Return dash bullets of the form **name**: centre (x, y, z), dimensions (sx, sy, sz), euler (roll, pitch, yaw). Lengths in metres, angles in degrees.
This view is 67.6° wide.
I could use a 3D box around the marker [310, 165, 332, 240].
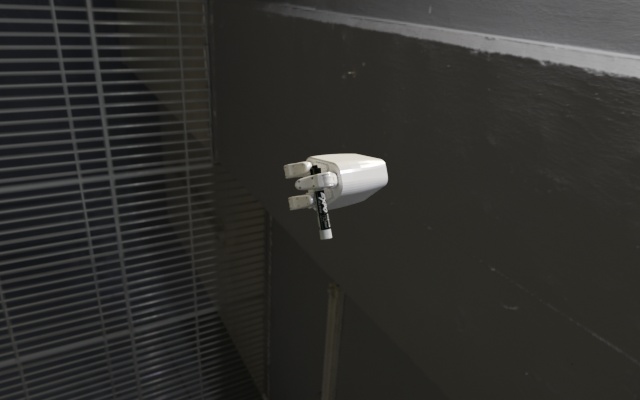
- **marker**: centre (0.000, 0.003, 0.774), dimensions (0.020, 0.121, 0.020), euler (-9, 1, 0)
